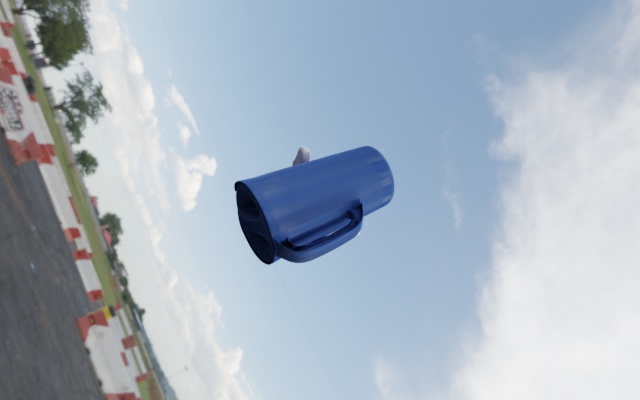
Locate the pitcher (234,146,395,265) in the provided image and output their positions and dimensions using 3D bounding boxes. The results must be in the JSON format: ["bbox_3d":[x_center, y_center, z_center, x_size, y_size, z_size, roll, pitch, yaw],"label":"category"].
[{"bbox_3d":[0.000,0.002,0.750,0.243,0.149,0.145,-21,-4,-25],"label":"pitcher"}]
